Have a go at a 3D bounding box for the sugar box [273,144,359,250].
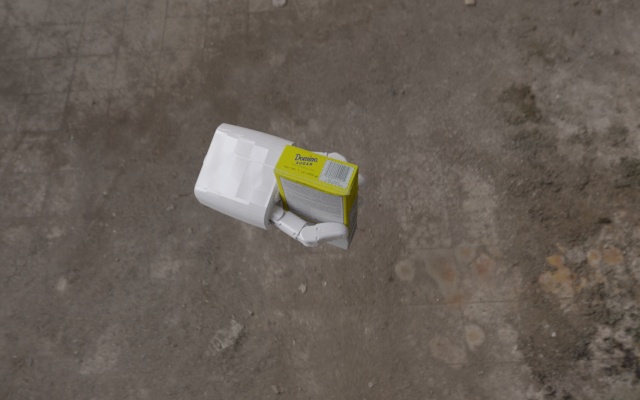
[{"bbox_3d":[0.000,0.001,0.616,0.093,0.048,0.176,19,-21,12],"label":"sugar box"}]
